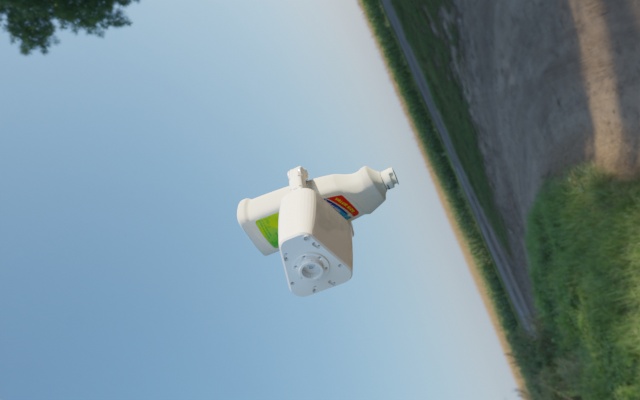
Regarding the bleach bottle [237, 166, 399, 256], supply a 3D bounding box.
[{"bbox_3d":[0.000,0.003,0.765,0.251,0.103,0.068,-22,32,13],"label":"bleach bottle"}]
